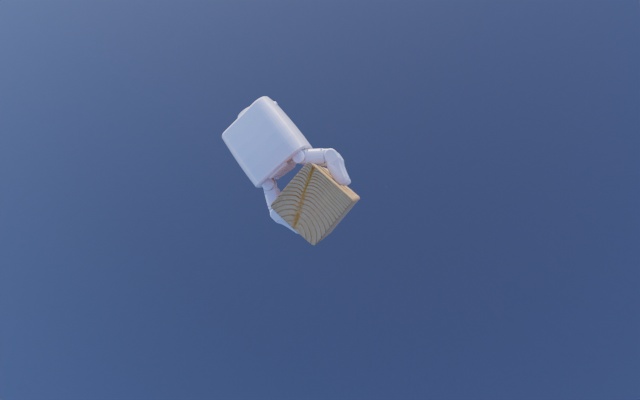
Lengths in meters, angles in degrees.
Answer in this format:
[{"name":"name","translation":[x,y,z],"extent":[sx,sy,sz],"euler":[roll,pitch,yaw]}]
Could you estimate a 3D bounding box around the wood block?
[{"name":"wood block","translation":[0.000,0.003,0.791],"extent":[0.090,0.091,0.206],"euler":[42,6,5]}]
